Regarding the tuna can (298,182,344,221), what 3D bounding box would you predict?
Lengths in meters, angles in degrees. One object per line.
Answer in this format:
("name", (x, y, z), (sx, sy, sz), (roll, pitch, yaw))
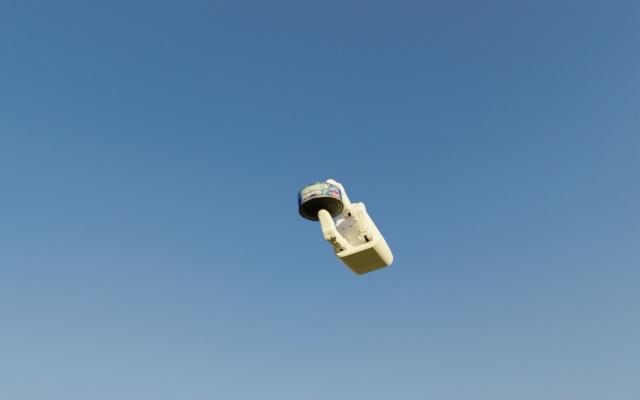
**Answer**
("tuna can", (0.000, 0.002, 0.893), (0.086, 0.033, 0.086), (-5, -33, -3))
